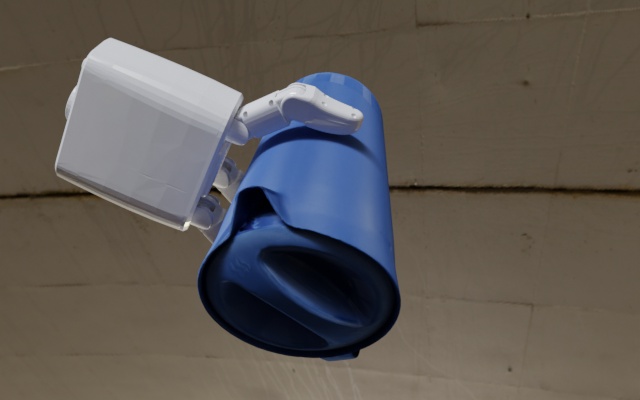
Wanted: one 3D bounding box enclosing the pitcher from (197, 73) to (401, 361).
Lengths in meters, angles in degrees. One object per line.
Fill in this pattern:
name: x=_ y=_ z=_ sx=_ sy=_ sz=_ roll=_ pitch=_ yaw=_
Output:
pitcher: x=0.000 y=0.001 z=0.403 sx=0.145 sy=0.149 sz=0.242 roll=22 pitch=40 yaw=-10
